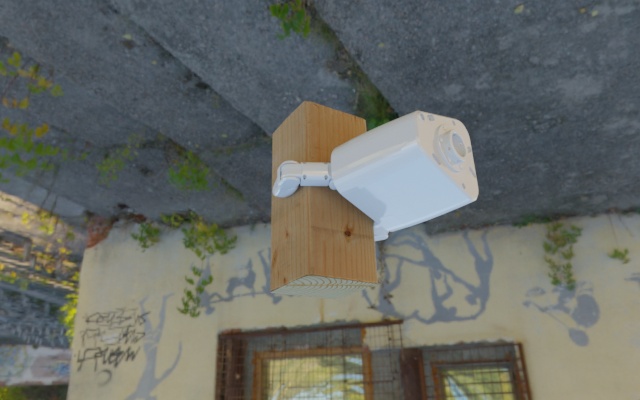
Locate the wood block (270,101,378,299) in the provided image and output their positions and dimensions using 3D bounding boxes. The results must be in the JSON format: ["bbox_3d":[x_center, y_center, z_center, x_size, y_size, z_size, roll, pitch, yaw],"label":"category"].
[{"bbox_3d":[0.000,0.002,0.562,0.091,0.206,0.090,12,-27,-29],"label":"wood block"}]
